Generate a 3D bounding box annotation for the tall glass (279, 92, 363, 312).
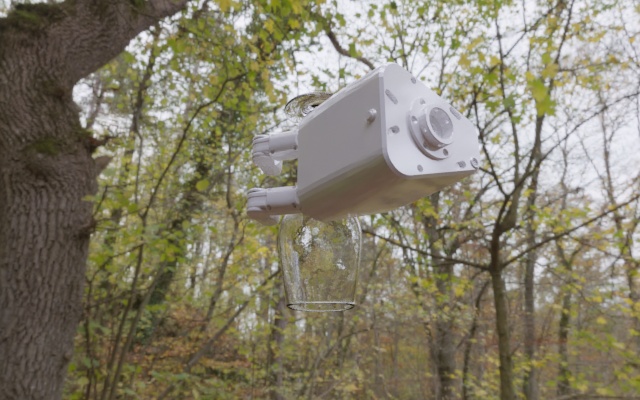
[{"bbox_3d":[0.000,0.001,0.458,0.079,0.201,0.079,0,-19,0],"label":"tall glass"}]
